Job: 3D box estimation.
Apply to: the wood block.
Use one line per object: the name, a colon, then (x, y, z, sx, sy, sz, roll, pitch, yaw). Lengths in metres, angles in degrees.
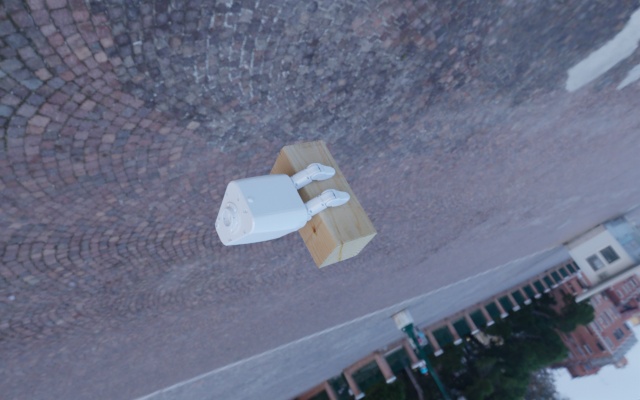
wood block: (0.000, 0.003, 0.859, 0.090, 0.206, 0.091, -14, -25, -33)
